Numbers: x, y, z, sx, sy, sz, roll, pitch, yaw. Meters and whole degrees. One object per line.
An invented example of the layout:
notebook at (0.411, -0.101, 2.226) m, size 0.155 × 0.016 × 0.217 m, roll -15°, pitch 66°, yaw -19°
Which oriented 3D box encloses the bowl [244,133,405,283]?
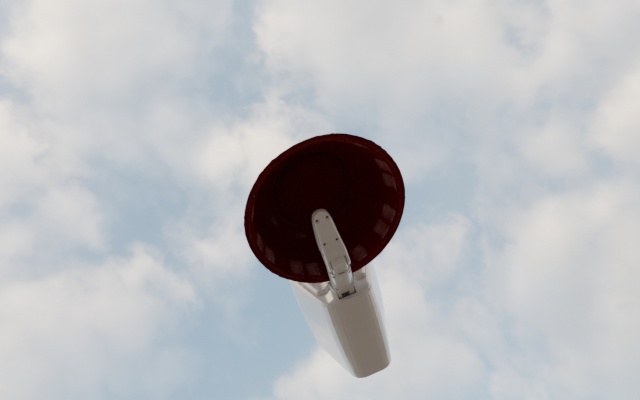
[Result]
bowl at (0.000, 0.000, 0.477) m, size 0.162 × 0.162 × 0.055 m, roll 0°, pitch 27°, yaw -19°
